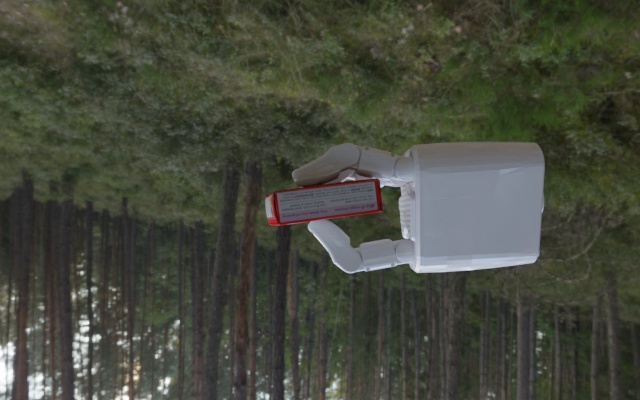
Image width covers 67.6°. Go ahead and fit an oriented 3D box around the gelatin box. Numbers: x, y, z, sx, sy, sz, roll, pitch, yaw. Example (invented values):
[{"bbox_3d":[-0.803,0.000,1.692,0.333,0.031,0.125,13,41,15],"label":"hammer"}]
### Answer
[{"bbox_3d":[0.000,0.002,0.410,0.089,0.030,0.073,-8,0,-12],"label":"gelatin box"}]
